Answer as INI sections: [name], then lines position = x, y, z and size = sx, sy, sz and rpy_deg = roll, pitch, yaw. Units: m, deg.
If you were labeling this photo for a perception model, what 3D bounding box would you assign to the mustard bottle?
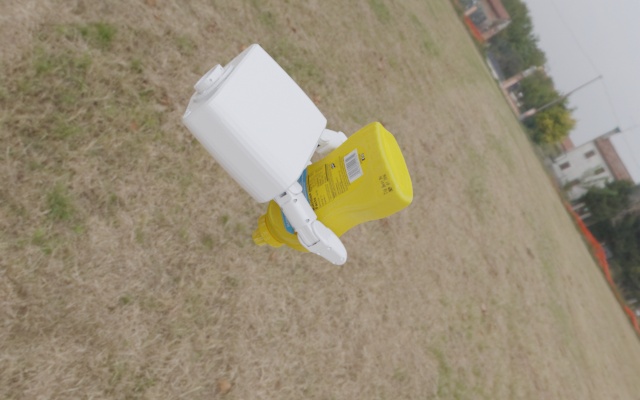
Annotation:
[mustard bottle]
position = 0.000, 0.002, 0.512
size = 0.192, 0.096, 0.058
rpy_deg = -30, -37, 26
